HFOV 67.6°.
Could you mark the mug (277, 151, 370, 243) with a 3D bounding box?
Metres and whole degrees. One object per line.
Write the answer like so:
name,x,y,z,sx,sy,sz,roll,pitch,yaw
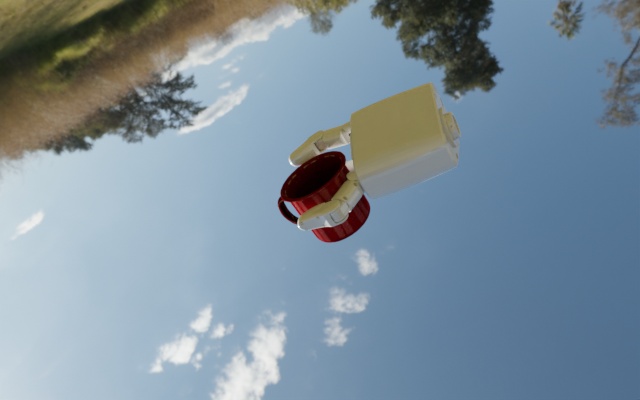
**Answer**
mug,-0.001,0.003,0.604,0.117,0.081,0.093,-20,31,27
